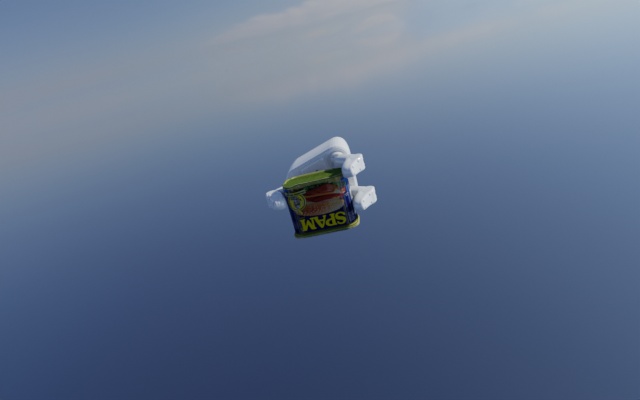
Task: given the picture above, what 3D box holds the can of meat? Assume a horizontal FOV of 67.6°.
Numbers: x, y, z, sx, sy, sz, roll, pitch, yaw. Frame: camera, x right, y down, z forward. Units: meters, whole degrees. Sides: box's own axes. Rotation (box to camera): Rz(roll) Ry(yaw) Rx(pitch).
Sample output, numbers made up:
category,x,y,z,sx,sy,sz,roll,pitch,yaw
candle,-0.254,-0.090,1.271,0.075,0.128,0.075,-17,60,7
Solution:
category,x,y,z,sx,sy,sz,roll,pitch,yaw
can of meat,0.000,0.002,0.719,0.102,0.084,0.057,-12,17,9
